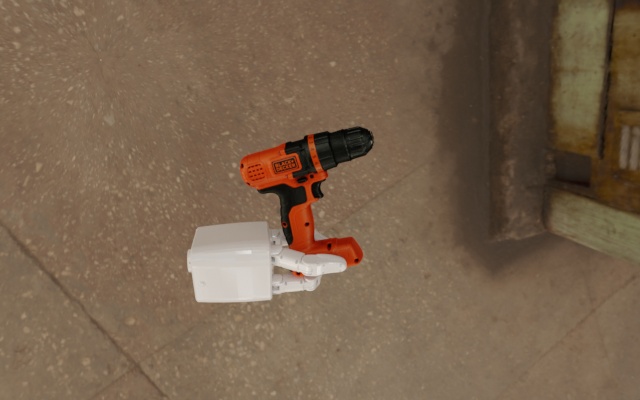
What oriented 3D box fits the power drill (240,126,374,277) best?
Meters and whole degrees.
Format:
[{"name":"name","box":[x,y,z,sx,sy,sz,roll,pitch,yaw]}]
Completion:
[{"name":"power drill","box":[0.000,0.003,0.657,0.184,0.188,0.057,-14,14,11]}]
